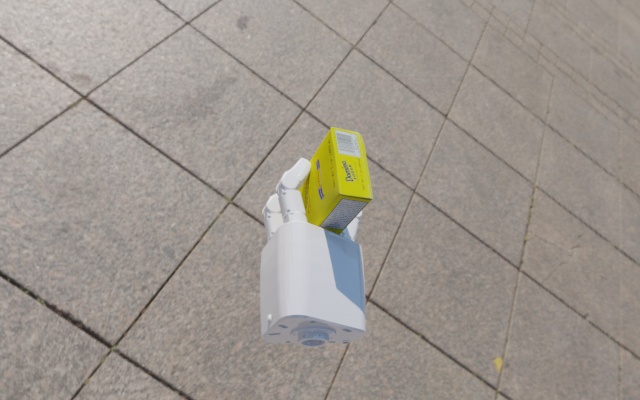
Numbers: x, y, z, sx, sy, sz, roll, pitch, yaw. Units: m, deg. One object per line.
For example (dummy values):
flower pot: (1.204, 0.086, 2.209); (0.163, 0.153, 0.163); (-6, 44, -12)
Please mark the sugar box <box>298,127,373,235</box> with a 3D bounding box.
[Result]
sugar box: (0.000, 0.002, 0.583); (0.048, 0.093, 0.176); (10, -35, -23)
